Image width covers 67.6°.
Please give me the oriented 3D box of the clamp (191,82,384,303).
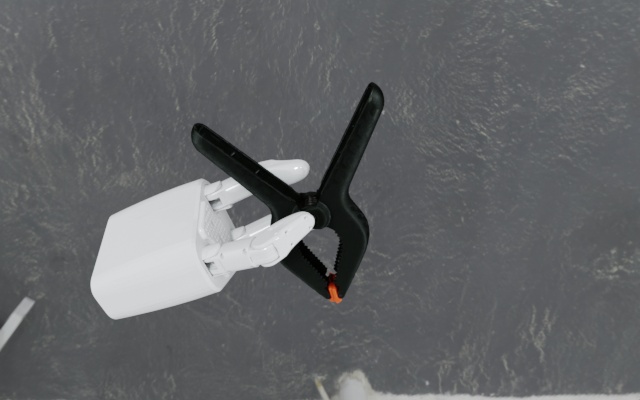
[{"bbox_3d":[0.000,0.002,0.433,0.164,0.210,0.036,-17,26,11],"label":"clamp"}]
